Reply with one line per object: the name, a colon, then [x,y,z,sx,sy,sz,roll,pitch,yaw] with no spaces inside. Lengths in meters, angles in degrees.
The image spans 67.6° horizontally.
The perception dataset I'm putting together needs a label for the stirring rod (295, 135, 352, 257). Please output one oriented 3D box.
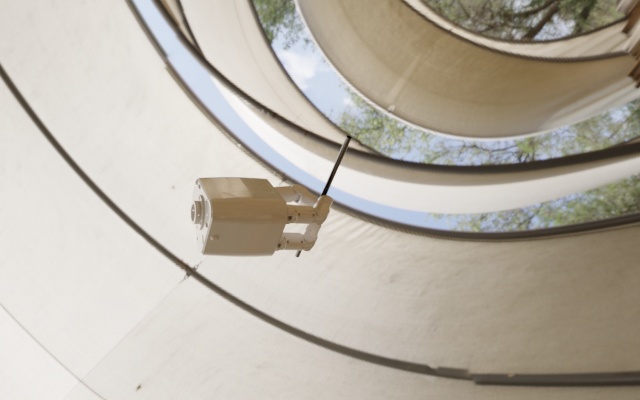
stirring rod: [0.000,0.002,0.728,0.011,0.240,0.011,15,36,-12]
